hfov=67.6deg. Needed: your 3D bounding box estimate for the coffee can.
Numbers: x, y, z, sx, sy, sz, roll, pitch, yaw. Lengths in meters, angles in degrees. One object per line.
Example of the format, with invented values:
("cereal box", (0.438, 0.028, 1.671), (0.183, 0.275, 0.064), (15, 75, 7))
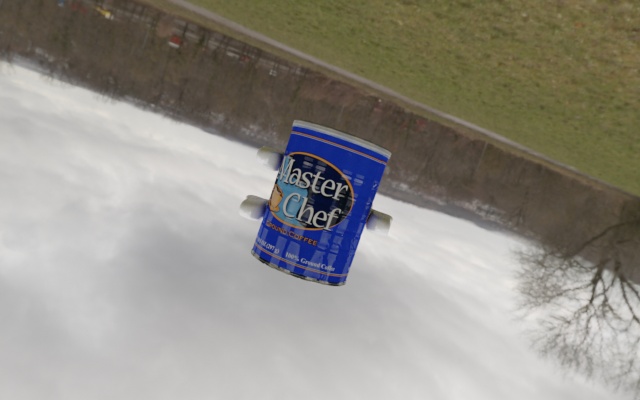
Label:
("coffee can", (0.000, 0.001, 0.482), (0.103, 0.140, 0.103), (19, 3, -1))
